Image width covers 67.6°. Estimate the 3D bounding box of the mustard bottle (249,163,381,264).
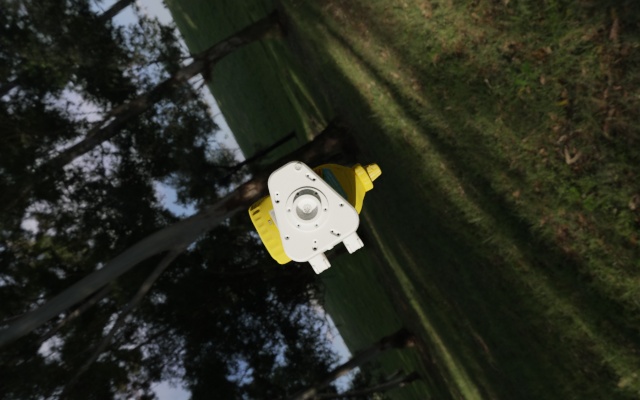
[{"bbox_3d":[0.000,0.002,0.679,0.191,0.096,0.058,-31,-28,0],"label":"mustard bottle"}]
